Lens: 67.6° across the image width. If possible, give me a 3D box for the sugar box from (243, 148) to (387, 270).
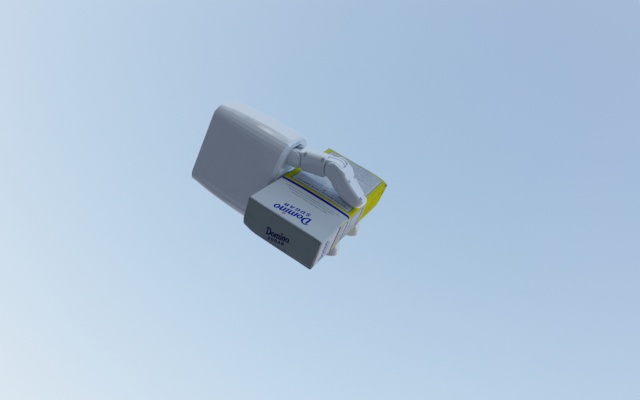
[{"bbox_3d":[0.000,0.002,0.552,0.093,0.048,0.176,32,37,16],"label":"sugar box"}]
